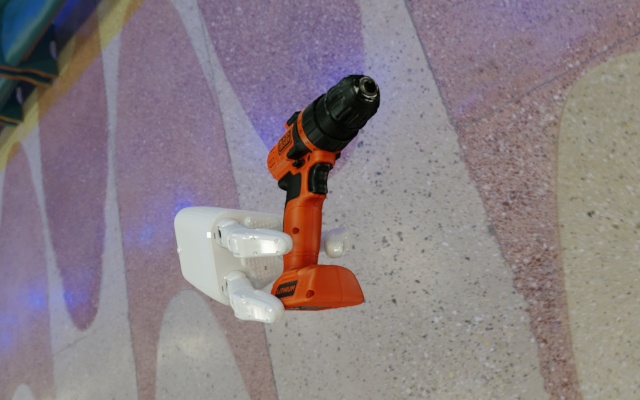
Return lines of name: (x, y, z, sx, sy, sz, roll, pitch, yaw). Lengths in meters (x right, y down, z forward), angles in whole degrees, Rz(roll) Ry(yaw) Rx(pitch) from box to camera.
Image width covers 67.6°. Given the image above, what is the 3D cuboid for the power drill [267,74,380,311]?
power drill: (0.000, 0.002, 0.431, 0.057, 0.187, 0.184, 8, -20, -23)
